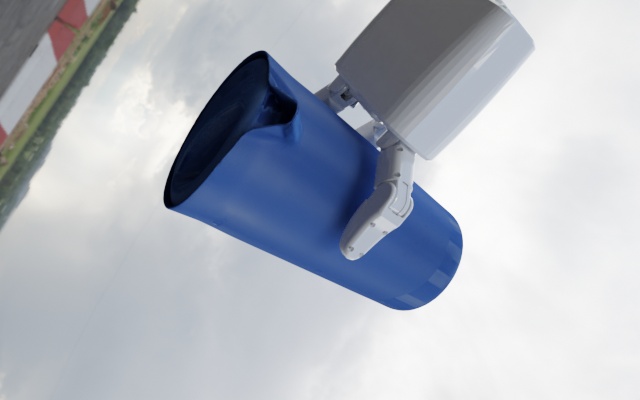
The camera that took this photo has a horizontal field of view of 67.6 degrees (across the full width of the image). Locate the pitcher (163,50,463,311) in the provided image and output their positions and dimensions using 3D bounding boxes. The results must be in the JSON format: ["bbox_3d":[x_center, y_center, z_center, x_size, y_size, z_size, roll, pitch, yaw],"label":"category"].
[{"bbox_3d":[0.000,0.001,0.408,0.243,0.145,0.149,33,20,-29],"label":"pitcher"}]
